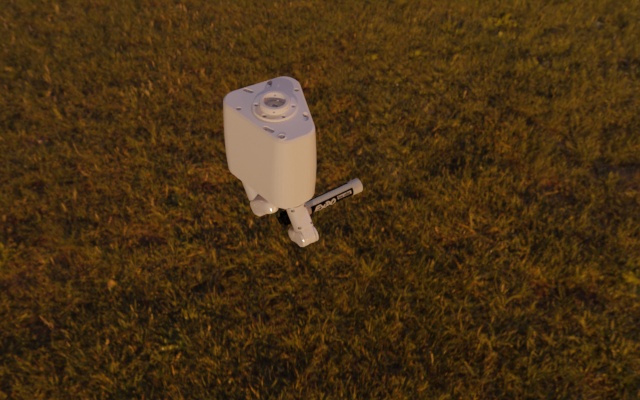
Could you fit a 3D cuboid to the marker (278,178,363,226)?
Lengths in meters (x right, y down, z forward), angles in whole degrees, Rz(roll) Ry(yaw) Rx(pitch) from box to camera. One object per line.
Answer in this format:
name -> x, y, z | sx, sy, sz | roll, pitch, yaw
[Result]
marker -> 0.000, 0.002, 0.611 | 0.121, 0.020, 0.020 | -24, 9, -22
